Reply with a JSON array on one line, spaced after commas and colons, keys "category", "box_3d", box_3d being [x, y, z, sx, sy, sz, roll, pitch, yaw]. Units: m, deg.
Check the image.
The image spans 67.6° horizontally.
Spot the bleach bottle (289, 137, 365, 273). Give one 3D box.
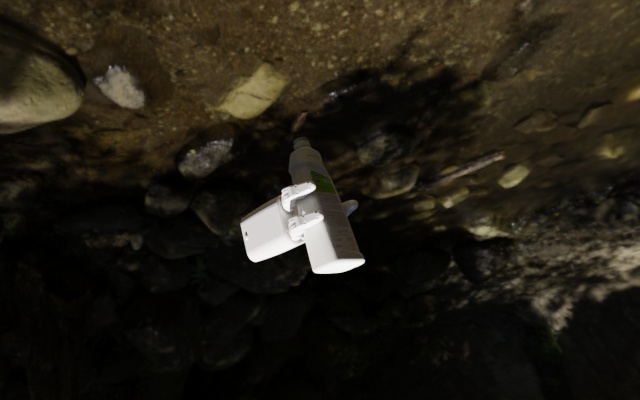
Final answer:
[{"category": "bleach bottle", "box_3d": [0.000, 0.003, 0.866, 0.068, 0.250, 0.102, -28, -22, 32]}]
